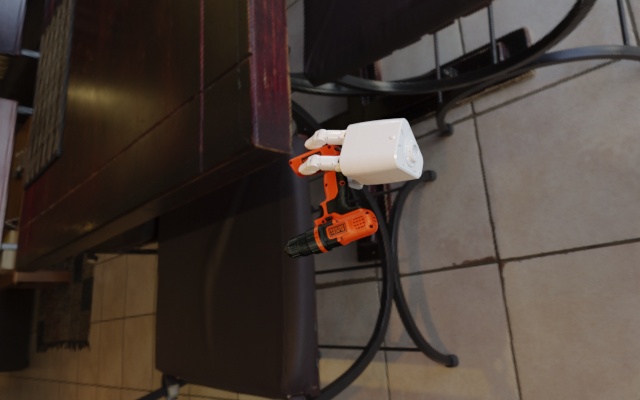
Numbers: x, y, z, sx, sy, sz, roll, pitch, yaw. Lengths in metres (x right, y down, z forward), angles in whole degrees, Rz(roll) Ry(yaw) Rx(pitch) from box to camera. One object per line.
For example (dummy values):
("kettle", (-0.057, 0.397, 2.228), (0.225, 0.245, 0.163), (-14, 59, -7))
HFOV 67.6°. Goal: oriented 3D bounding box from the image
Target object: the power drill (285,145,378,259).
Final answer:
("power drill", (0.000, 0.002, 0.895), (0.184, 0.187, 0.057), (-20, -15, 18))
